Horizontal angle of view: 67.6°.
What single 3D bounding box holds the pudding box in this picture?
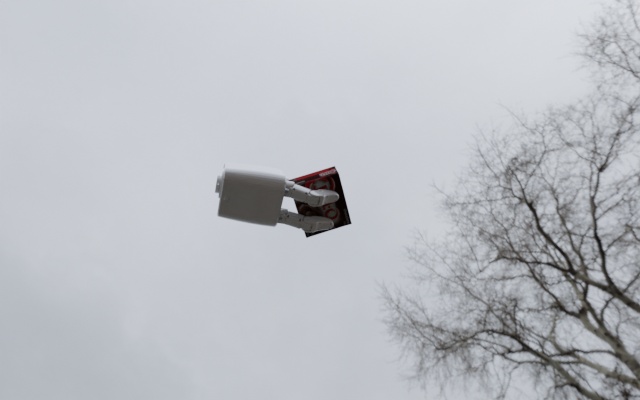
[{"bbox_3d":[0.000,0.003,0.870,0.090,0.114,0.039,-17,31,-1],"label":"pudding box"}]
